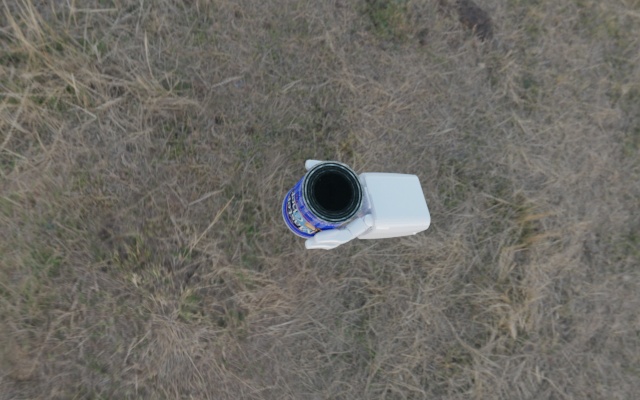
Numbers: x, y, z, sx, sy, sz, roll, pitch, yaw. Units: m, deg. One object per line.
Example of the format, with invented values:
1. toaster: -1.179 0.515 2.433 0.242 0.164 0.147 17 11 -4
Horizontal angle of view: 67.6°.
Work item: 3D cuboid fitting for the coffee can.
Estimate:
1. coffee can: 0.000 0.003 0.802 0.103 0.102 0.140 0 -14 -17
